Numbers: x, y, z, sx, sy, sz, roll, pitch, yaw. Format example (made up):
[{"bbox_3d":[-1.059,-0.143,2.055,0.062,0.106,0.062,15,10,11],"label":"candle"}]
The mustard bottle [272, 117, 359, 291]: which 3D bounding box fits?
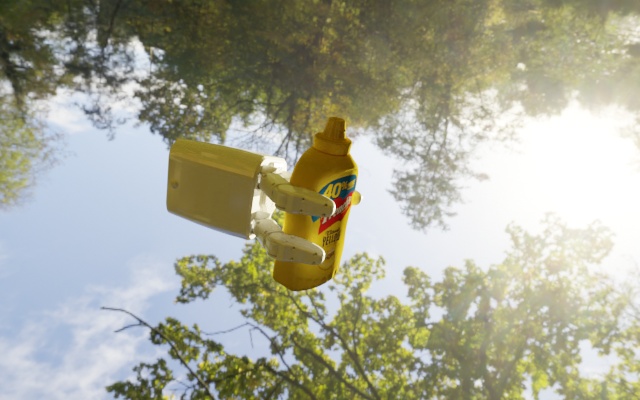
[{"bbox_3d":[0.000,0.002,0.532,0.058,0.192,0.096,26,27,33],"label":"mustard bottle"}]
